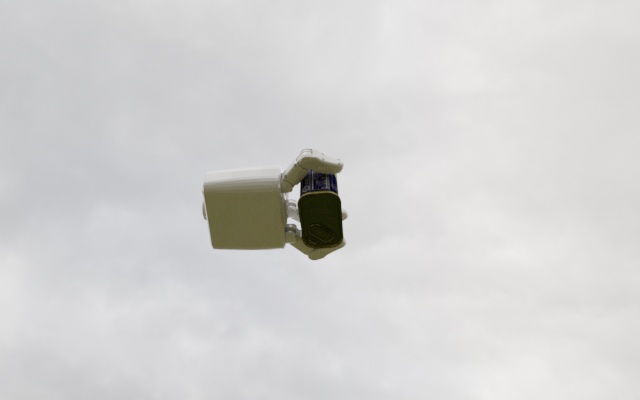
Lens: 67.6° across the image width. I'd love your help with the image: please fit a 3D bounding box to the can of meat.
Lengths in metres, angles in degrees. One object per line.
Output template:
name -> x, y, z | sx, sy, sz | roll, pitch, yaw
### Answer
can of meat -> 0.000, 0.002, 0.669 | 0.057, 0.102, 0.083 | -4, 40, 2
